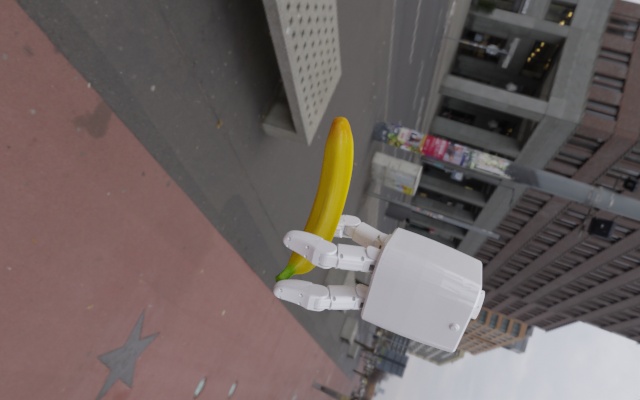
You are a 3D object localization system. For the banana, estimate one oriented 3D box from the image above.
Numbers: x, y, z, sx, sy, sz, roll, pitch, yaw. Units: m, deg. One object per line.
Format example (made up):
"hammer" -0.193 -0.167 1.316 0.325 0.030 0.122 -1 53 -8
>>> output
"banana" 0.005 0.004 0.545 0.037 0.198 0.069 21 8 16
